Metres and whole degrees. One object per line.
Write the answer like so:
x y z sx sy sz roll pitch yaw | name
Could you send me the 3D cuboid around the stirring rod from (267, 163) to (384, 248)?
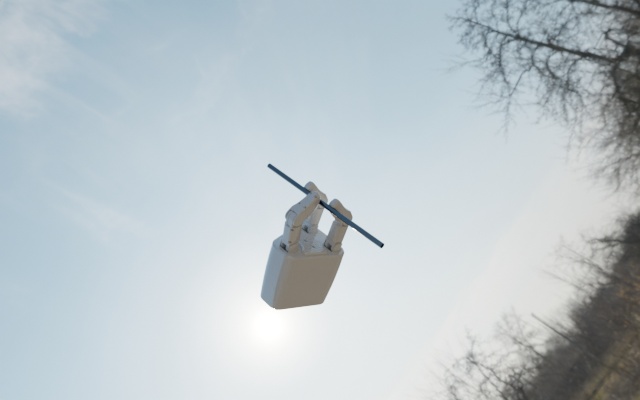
0.000 0.002 0.703 0.239 0.011 0.011 35 21 33 | stirring rod
